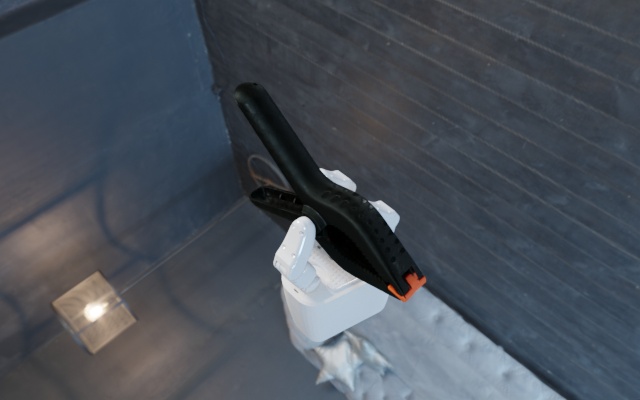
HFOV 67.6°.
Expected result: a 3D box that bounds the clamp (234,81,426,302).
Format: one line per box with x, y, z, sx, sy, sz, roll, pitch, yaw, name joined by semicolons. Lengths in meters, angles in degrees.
0.000;0.002;0.403;0.210;0.165;0.036;38;64;27;clamp
